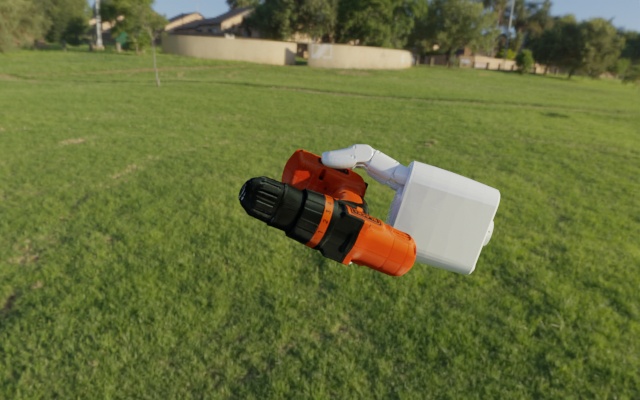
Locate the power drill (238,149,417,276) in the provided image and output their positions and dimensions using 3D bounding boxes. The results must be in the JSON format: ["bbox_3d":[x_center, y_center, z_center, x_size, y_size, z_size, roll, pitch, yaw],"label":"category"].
[{"bbox_3d":[0.000,0.002,0.522,0.184,0.057,0.187,25,17,-16],"label":"power drill"}]
